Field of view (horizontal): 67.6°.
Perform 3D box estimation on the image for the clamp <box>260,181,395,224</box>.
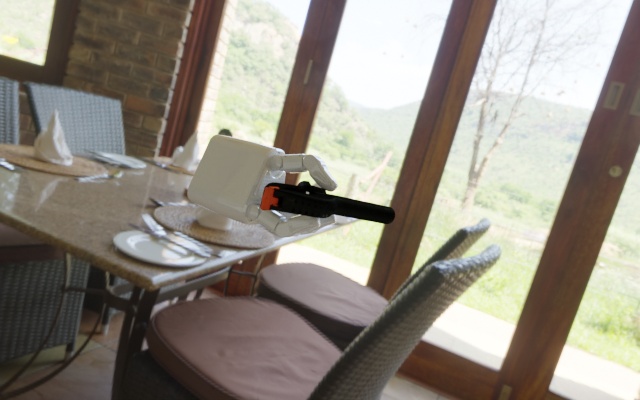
[{"bbox_3d":[0.000,0.001,0.630,0.164,0.036,0.210,16,7,23],"label":"clamp"}]
